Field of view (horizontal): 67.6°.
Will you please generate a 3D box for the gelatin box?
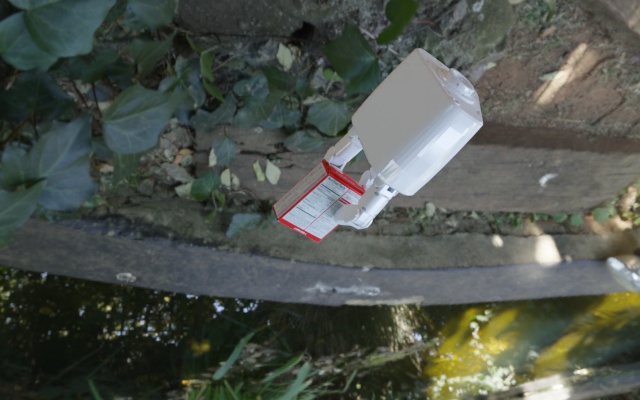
[{"bbox_3d":[0.000,0.002,0.566,0.089,0.030,0.073,-42,-47,19],"label":"gelatin box"}]
